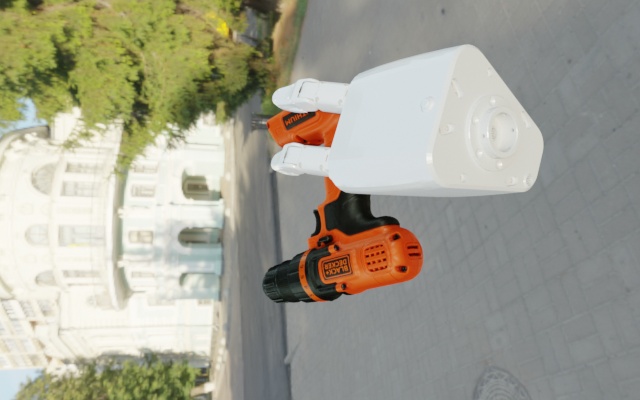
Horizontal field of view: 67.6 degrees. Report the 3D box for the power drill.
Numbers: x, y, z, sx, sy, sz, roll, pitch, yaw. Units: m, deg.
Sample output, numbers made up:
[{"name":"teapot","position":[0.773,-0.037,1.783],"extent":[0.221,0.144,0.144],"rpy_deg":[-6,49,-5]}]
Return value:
[{"name":"power drill","position":[0.000,0.001,0.460],"extent":[0.184,0.187,0.057],"rpy_deg":[-20,-14,39]}]
